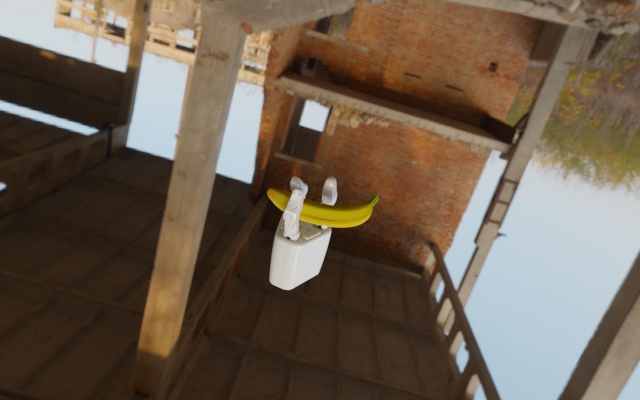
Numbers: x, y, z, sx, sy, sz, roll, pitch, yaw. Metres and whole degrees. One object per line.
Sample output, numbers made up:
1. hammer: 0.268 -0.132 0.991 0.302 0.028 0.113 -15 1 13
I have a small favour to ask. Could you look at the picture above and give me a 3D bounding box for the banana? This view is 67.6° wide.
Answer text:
1. banana: 0.003 0.014 0.827 0.198 0.037 0.069 6 37 -3
